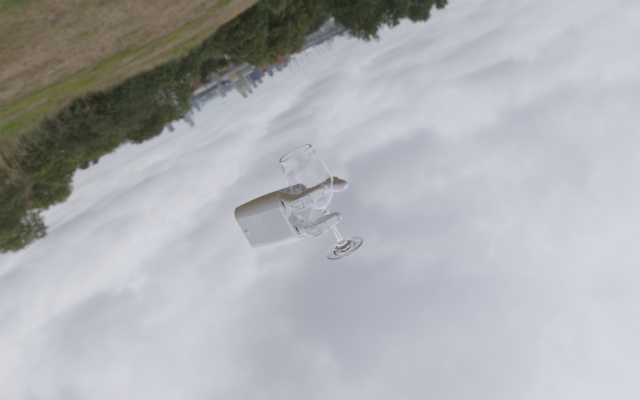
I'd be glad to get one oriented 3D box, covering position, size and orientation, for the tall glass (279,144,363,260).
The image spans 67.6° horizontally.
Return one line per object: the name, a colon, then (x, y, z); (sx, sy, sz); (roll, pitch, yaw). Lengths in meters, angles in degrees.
tall glass: (0.001, 0.003, 0.847); (0.079, 0.201, 0.079); (-25, 17, 8)
